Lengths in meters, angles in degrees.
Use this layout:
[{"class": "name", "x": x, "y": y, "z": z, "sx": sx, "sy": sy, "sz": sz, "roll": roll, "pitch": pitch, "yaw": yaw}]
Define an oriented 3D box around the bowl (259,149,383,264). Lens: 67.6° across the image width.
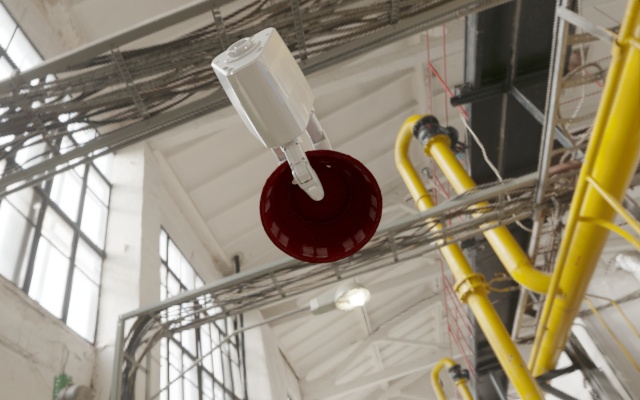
[{"class": "bowl", "x": 0.000, "y": 0.003, "z": 0.646, "sx": 0.162, "sy": 0.162, "sz": 0.055, "roll": 0, "pitch": 22, "yaw": -2}]
